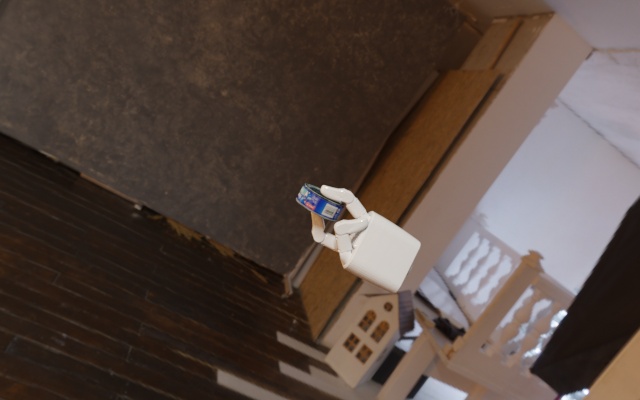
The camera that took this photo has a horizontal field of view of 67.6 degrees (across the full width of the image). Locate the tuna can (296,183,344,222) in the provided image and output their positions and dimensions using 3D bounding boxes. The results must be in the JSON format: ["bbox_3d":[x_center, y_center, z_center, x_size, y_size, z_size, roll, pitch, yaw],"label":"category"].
[{"bbox_3d":[0.000,0.002,0.874,0.086,0.034,0.086,28,9,-5],"label":"tuna can"}]
